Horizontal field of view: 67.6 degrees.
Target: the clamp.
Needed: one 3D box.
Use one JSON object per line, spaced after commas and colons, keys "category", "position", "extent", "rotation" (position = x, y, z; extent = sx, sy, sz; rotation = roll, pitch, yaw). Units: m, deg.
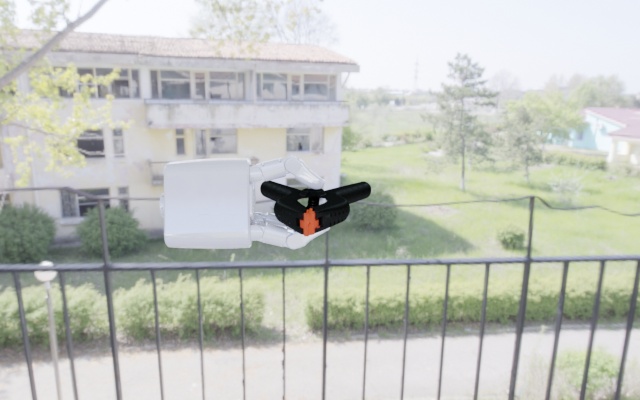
{"category": "clamp", "position": [0.000, 0.001, 0.630], "extent": [0.164, 0.036, 0.210], "rotation": [-2, 13, -5]}
